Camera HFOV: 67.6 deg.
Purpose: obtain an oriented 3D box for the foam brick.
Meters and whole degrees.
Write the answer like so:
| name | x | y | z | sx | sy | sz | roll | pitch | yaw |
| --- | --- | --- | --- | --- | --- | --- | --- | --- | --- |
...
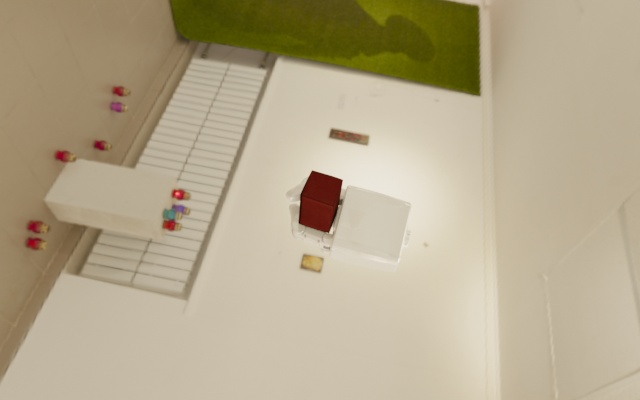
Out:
| name | x | y | z | sx | sy | sz | roll | pitch | yaw |
| --- | --- | --- | --- | --- | --- | --- | --- | --- | --- |
| foam brick | 0.000 | 0.002 | 0.720 | 0.051 | 0.053 | 0.078 | 17 | -34 | 8 |
